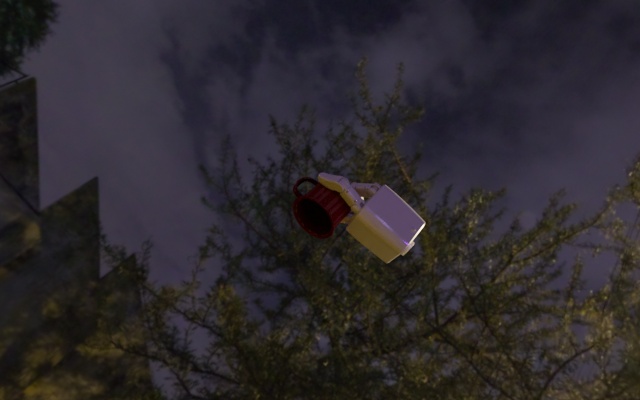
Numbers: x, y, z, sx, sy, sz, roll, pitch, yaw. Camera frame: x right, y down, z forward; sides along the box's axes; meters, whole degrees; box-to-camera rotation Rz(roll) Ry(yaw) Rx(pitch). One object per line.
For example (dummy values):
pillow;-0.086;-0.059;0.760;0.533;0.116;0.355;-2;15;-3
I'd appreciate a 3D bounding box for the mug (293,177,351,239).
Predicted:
mug;-0.001;0.002;0.894;0.081;0.117;0.093;-43;-8;-39
